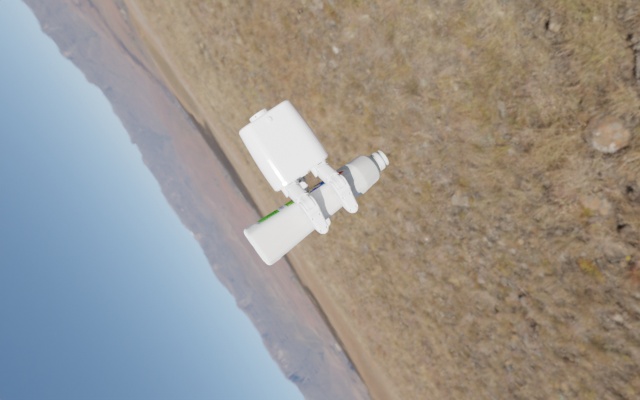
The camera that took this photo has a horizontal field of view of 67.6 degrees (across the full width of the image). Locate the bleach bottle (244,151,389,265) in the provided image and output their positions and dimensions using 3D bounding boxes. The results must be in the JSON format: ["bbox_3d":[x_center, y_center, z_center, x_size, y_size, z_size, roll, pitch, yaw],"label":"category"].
[{"bbox_3d":[0.000,0.003,0.758,0.251,0.068,0.102,-36,5,-11],"label":"bleach bottle"}]
